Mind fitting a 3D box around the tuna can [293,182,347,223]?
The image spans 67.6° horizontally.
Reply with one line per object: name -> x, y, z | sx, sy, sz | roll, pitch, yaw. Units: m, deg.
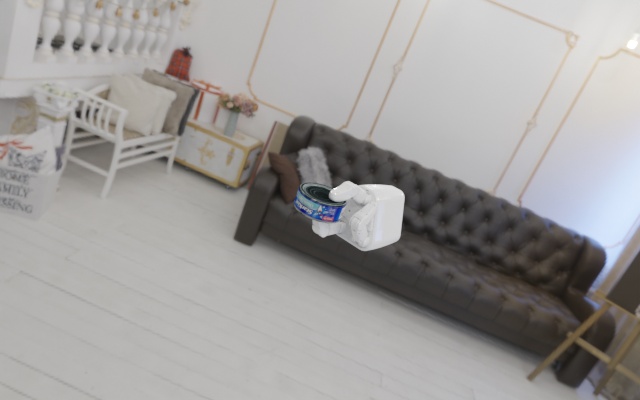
tuna can -> 0.000, 0.002, 0.802 | 0.086, 0.034, 0.086 | 17, 22, -7
